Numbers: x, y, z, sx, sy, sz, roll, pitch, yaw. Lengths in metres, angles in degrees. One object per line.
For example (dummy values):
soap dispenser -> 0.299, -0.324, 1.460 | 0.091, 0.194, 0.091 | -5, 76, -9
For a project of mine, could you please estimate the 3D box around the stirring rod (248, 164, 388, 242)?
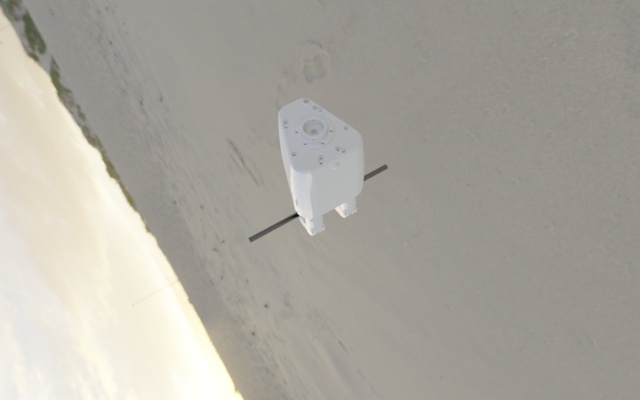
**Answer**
stirring rod -> 0.000, 0.002, 0.720 | 0.239, 0.011, 0.011 | -28, 7, -13
